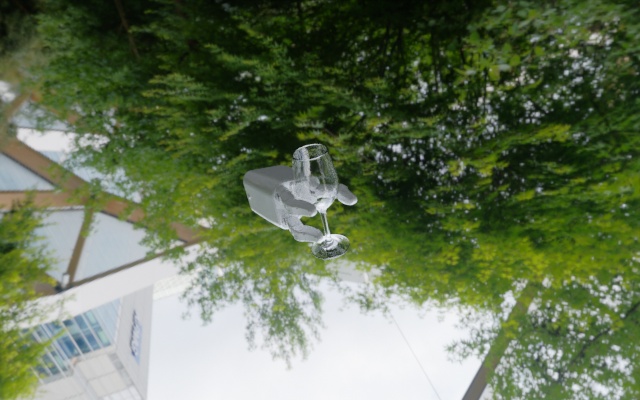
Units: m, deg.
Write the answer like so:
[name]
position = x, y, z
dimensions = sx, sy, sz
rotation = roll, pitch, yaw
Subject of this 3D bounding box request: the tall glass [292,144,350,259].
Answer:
[tall glass]
position = 0.000, 0.003, 0.846
dimensions = 0.079, 0.201, 0.079
rotation = -9, 31, 5
